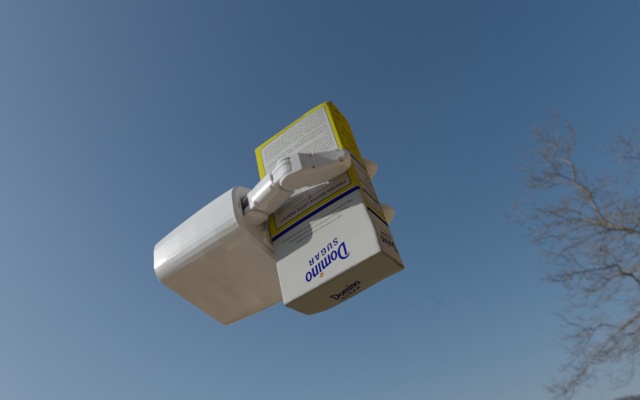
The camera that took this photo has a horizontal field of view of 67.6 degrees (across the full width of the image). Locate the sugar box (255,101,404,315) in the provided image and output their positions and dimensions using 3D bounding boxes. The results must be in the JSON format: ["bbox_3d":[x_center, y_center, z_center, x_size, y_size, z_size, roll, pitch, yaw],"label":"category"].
[{"bbox_3d":[0.000,0.002,0.419,0.093,0.176,0.048,-32,-39,20],"label":"sugar box"}]
